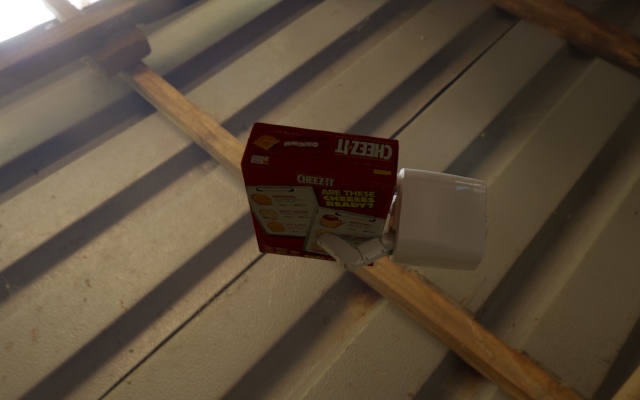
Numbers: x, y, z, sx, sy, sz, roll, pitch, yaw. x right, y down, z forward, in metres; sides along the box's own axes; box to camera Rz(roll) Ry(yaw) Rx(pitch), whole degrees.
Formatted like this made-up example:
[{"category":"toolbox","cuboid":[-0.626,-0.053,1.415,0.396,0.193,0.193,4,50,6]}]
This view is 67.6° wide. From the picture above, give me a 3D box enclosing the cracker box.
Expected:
[{"category":"cracker box","cuboid":[0.000,0.002,0.593,0.164,0.072,0.214,7,-31,3]}]
